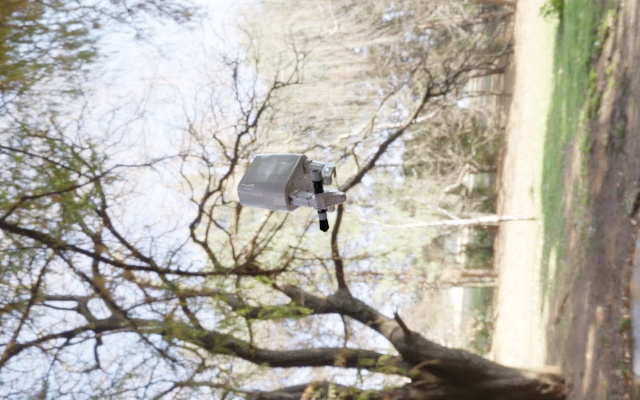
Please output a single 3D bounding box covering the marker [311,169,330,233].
[{"bbox_3d":[0.000,0.003,0.838,0.020,0.121,0.020,-7,28,4],"label":"marker"}]
